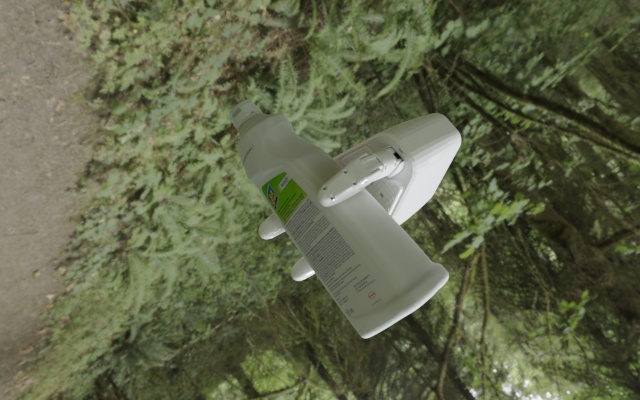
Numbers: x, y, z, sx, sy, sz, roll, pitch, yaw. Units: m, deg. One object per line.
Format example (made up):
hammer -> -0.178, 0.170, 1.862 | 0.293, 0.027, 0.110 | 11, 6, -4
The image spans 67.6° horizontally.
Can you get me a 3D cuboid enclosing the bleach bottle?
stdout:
bleach bottle -> 0.000, 0.002, 0.449 | 0.068, 0.251, 0.103 | -28, -14, -43
